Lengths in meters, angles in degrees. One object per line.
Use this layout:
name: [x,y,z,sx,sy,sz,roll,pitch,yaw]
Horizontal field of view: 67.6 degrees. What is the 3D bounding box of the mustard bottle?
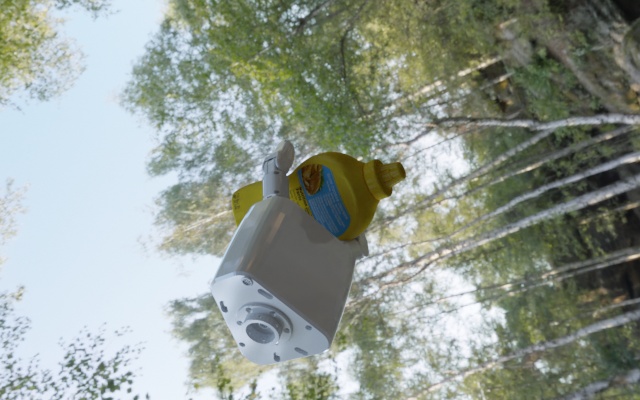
mustard bottle: [0.000,0.002,0.508,0.191,0.096,0.058,-22,1,27]
